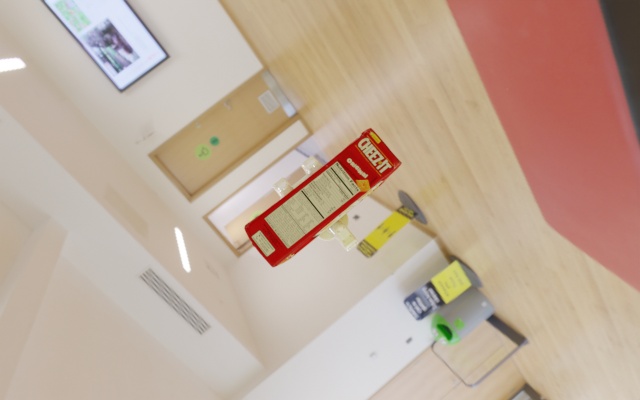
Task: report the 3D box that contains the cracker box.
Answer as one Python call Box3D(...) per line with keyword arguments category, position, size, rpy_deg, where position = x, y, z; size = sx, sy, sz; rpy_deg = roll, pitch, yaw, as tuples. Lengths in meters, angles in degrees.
Box3D(category="cracker box", position=(0.000, 0.002, 0.679), size=(0.213, 0.072, 0.164), rpy_deg=(-39, -4, -5))
